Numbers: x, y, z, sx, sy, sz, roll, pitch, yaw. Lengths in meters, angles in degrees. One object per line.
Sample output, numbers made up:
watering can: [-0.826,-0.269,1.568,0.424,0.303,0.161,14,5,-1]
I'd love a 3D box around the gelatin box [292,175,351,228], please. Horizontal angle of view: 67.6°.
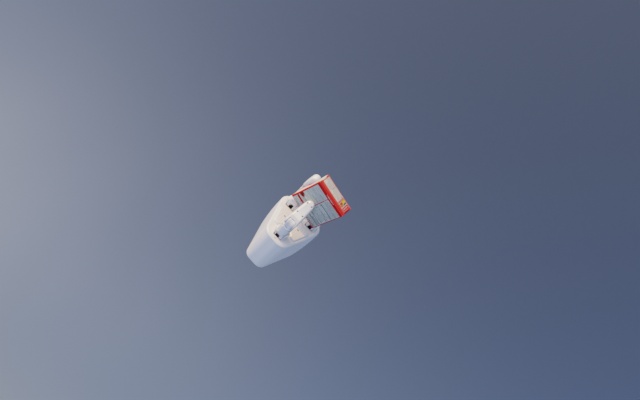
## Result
gelatin box: [0.000,0.003,0.848,0.089,0.073,0.030,-24,12,48]
